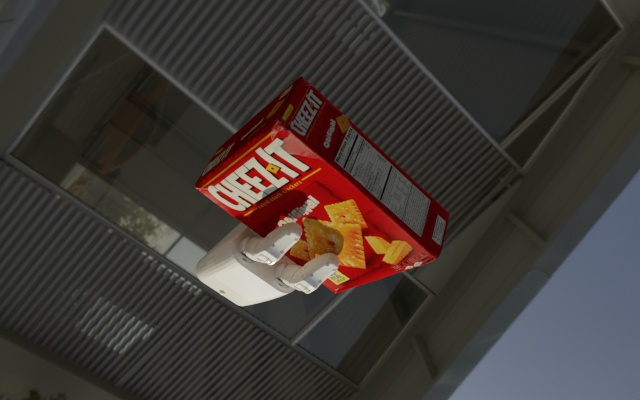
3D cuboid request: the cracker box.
[{"bbox_3d":[0.000,0.002,0.500,0.214,0.072,0.164,39,-41,-21],"label":"cracker box"}]
